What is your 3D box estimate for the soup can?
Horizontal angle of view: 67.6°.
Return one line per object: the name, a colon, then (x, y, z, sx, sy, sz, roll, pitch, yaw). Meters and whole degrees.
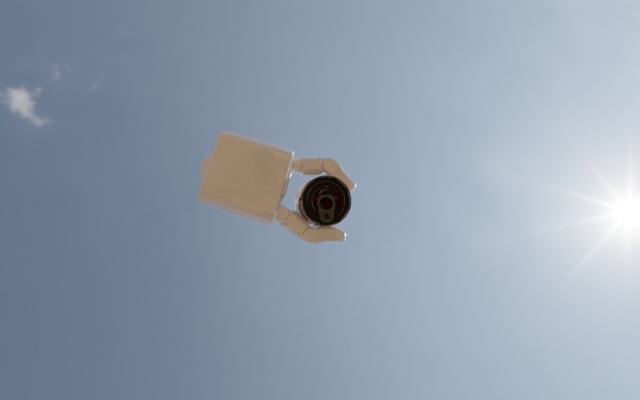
soup can: (0.001, 0.002, 0.683, 0.068, 0.068, 0.102, 0, -2, -9)
